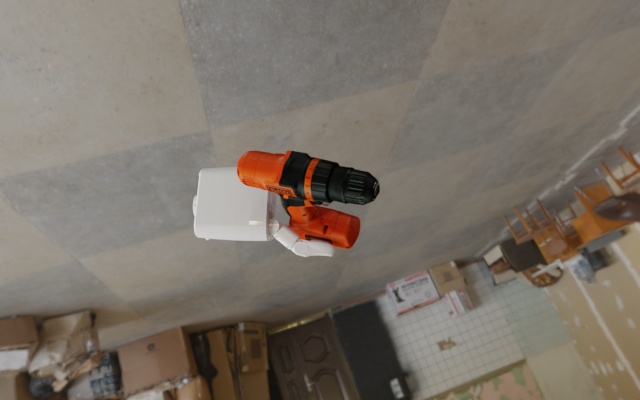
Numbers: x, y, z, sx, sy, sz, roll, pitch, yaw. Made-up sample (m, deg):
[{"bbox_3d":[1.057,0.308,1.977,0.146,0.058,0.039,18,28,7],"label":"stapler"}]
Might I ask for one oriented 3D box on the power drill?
[{"bbox_3d":[0.000,0.002,0.638,0.184,0.057,0.188,13,-24,22],"label":"power drill"}]
